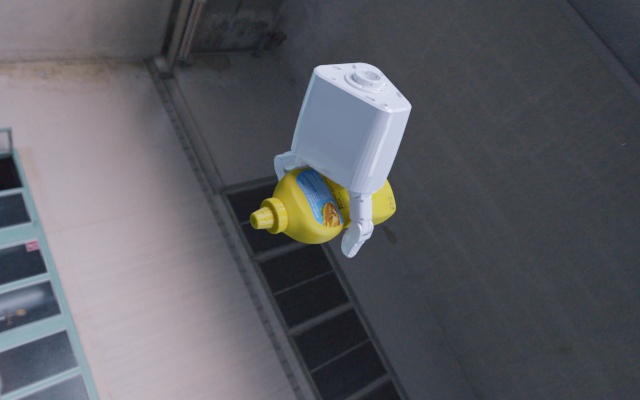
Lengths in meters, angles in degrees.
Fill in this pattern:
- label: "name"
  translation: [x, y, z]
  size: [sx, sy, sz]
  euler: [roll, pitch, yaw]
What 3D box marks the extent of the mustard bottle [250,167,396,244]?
- label: "mustard bottle"
  translation: [0.000, 0.002, 0.590]
  size: [0.191, 0.096, 0.058]
  euler: [-16, -18, -36]
